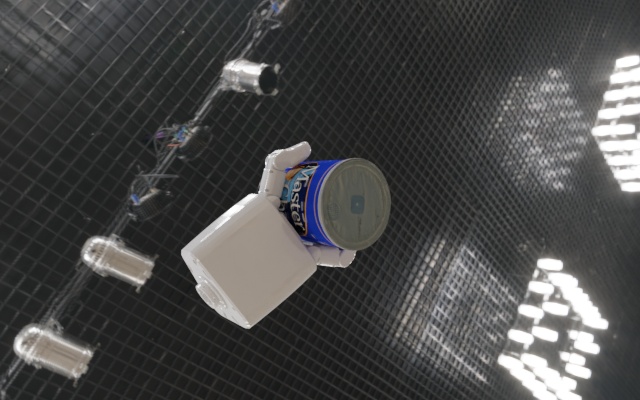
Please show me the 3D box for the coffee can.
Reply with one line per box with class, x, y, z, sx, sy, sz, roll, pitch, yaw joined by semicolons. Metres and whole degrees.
coffee can;0.000;0.002;0.582;0.103;0.103;0.140;0;2;-37
